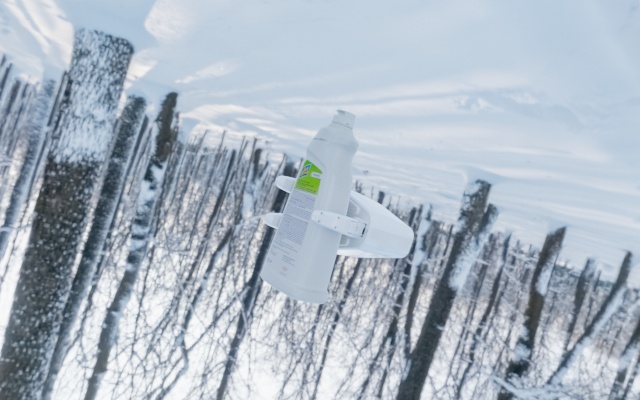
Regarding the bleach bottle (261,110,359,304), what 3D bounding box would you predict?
[{"bbox_3d":[0.000,0.002,0.641,0.068,0.251,0.102,19,0,-41],"label":"bleach bottle"}]
